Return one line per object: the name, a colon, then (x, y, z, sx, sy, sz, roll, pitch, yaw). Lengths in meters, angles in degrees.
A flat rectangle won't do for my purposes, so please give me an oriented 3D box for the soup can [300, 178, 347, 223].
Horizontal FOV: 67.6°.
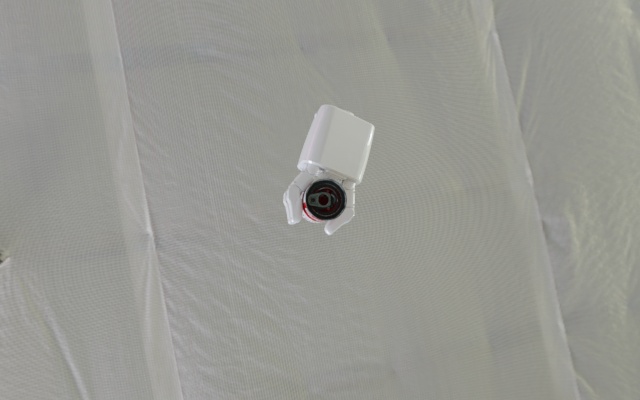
soup can: (0.000, 0.003, 0.805, 0.068, 0.068, 0.102, 0, -5, -10)
